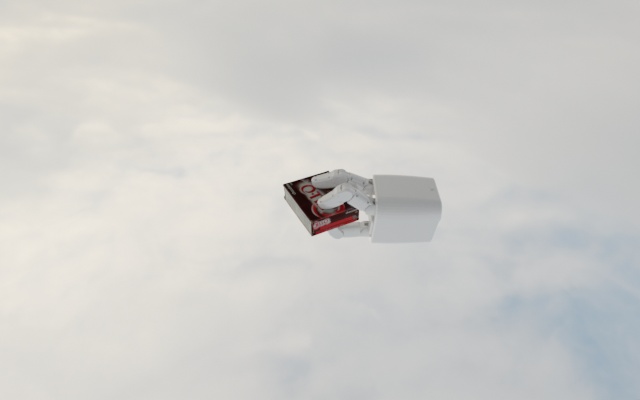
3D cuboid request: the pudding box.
[{"bbox_3d":[0.000,0.003,0.799,0.090,0.039,0.113,-17,40,-22],"label":"pudding box"}]
